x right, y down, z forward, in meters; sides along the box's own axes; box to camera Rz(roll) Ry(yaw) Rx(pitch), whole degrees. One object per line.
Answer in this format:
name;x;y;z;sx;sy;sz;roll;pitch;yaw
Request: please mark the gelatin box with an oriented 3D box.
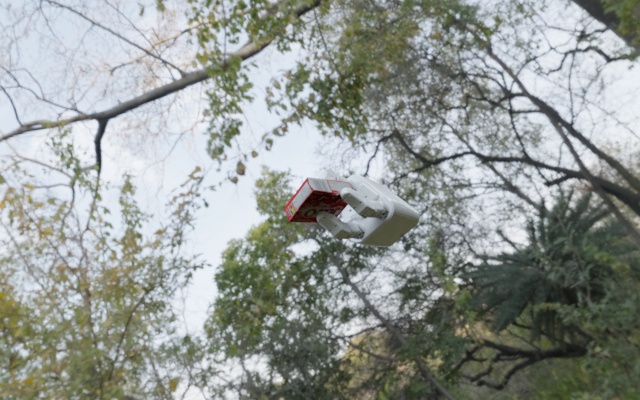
gelatin box;0.000;0.002;0.731;0.089;0.030;0.073;5;-43;-40
